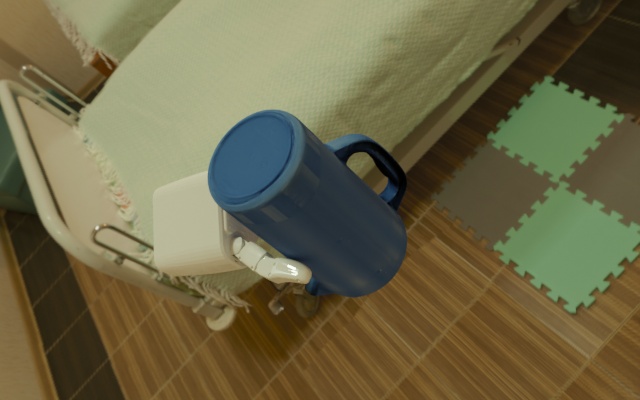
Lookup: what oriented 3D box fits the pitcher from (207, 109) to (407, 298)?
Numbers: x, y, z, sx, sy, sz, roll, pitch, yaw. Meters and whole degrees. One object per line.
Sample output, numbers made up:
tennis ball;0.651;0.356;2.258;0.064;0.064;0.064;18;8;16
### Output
pitcher;0.000;0.002;0.521;0.145;0.149;0.243;-11;-30;26
